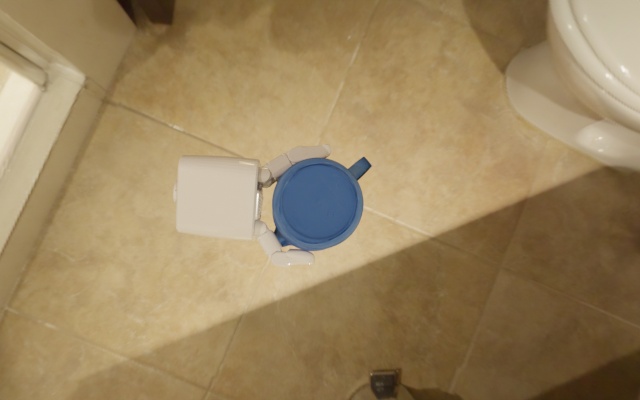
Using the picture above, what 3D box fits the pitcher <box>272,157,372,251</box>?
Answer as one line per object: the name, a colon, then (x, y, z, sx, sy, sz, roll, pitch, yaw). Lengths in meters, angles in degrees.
pitcher: (0.000, 0.002, 0.669, 0.145, 0.149, 0.243, 5, -4, -2)
